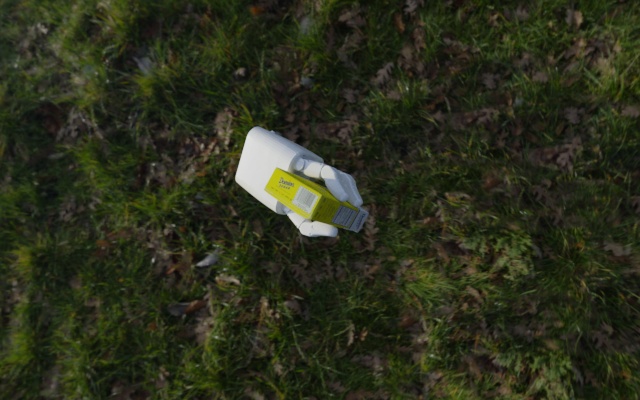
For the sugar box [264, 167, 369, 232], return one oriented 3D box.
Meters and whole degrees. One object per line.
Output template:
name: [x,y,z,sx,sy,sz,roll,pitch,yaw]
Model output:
sugar box: [0.000,0.002,0.745,0.093,0.048,0.176,33,9,27]
